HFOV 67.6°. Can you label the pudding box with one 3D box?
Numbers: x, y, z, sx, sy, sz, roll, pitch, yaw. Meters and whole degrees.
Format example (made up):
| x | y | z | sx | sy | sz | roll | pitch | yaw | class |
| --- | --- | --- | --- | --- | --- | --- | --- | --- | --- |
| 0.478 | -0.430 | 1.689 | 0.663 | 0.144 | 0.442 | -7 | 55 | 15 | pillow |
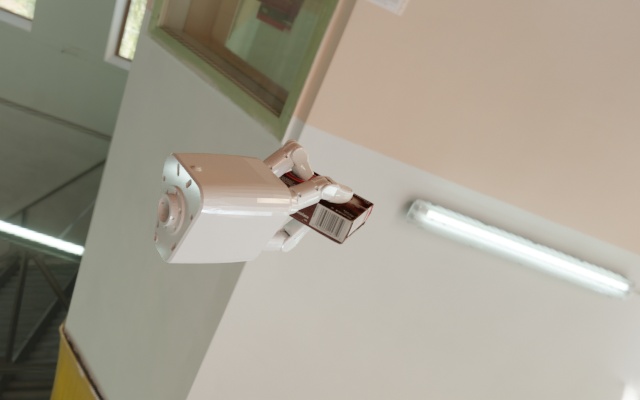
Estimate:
| x | y | z | sx | sy | sz | roll | pitch | yaw | class |
| --- | --- | --- | --- | --- | --- | --- | --- | --- | --- |
| 0.000 | 0.002 | 0.595 | 0.113 | 0.039 | 0.090 | 31 | 23 | 13 | pudding box |
